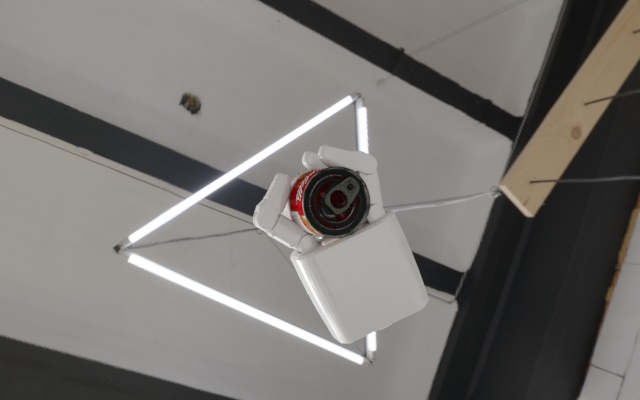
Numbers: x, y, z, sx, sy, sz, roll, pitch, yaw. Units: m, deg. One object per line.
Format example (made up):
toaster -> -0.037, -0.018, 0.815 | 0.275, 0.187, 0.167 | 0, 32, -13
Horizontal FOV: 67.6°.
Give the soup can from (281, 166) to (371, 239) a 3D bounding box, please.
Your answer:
soup can -> 0.000, 0.001, 0.493 | 0.068, 0.068, 0.102 | 0, 0, -19
